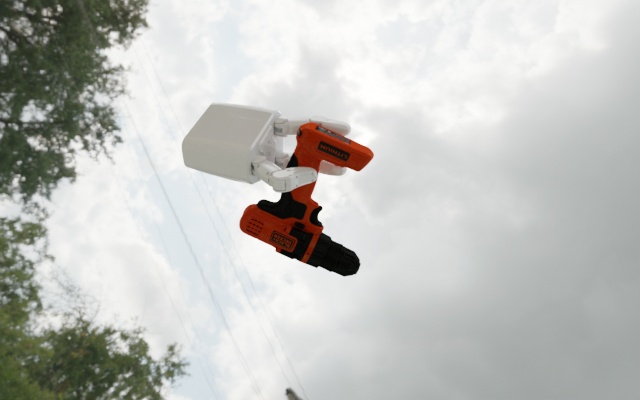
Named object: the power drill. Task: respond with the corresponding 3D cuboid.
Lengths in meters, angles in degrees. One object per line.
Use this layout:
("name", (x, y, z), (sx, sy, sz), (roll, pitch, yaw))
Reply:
("power drill", (0.000, 0.002, 0.659), (0.184, 0.188, 0.057), (24, 17, -5))
